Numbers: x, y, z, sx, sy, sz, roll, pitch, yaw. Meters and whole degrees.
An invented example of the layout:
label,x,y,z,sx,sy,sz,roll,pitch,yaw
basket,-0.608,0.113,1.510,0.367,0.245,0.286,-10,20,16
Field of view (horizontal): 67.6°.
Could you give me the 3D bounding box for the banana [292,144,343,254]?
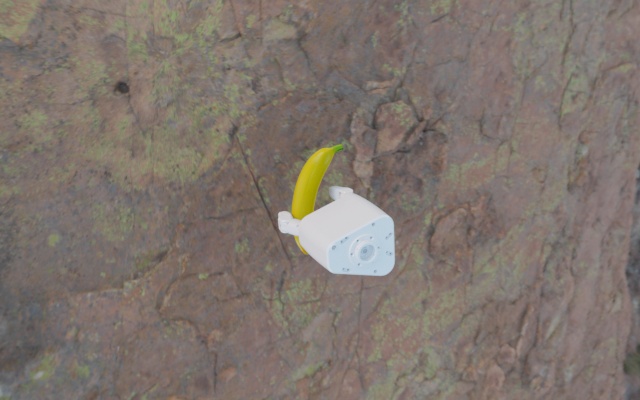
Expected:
label,x,y,z,sx,sy,sz,roll,pitch,yaw
banana,-0.015,-0.005,0.798,0.069,0.198,0.037,14,8,-30
